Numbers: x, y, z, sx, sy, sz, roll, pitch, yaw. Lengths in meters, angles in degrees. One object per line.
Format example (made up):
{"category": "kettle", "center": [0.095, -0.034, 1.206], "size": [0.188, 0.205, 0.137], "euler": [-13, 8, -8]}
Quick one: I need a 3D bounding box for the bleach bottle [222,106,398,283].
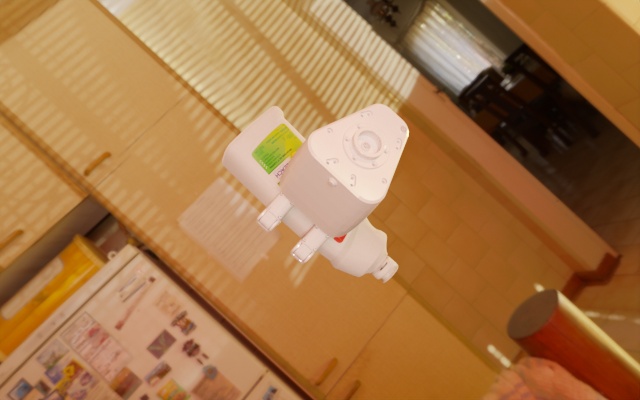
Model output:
{"category": "bleach bottle", "center": [0.000, 0.002, 0.599], "size": [0.102, 0.251, 0.068], "euler": [-47, -1, -28]}
